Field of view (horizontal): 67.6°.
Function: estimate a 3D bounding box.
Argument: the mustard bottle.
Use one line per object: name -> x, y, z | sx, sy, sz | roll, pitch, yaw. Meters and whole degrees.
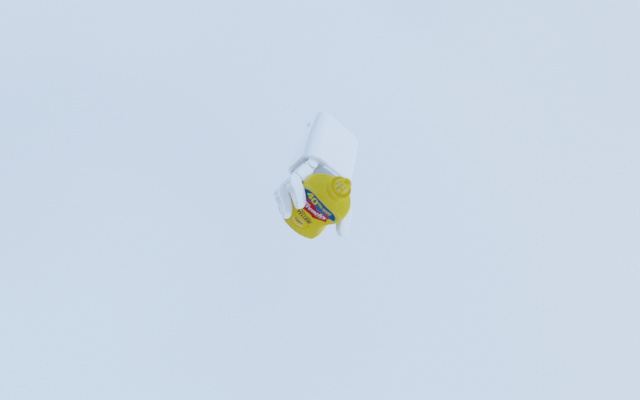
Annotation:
mustard bottle -> 0.000, 0.003, 0.848 | 0.058, 0.096, 0.192 | -46, 6, -34
